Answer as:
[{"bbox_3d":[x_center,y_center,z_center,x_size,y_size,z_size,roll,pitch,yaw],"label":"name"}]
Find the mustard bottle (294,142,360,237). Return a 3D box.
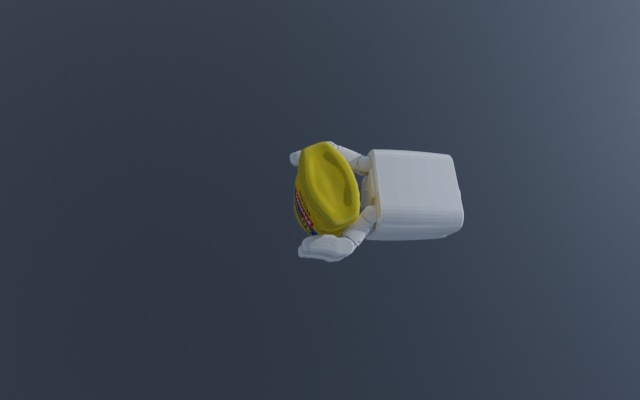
[{"bbox_3d":[0.000,0.002,0.600,0.058,0.096,0.192,-23,-10,-11],"label":"mustard bottle"}]
